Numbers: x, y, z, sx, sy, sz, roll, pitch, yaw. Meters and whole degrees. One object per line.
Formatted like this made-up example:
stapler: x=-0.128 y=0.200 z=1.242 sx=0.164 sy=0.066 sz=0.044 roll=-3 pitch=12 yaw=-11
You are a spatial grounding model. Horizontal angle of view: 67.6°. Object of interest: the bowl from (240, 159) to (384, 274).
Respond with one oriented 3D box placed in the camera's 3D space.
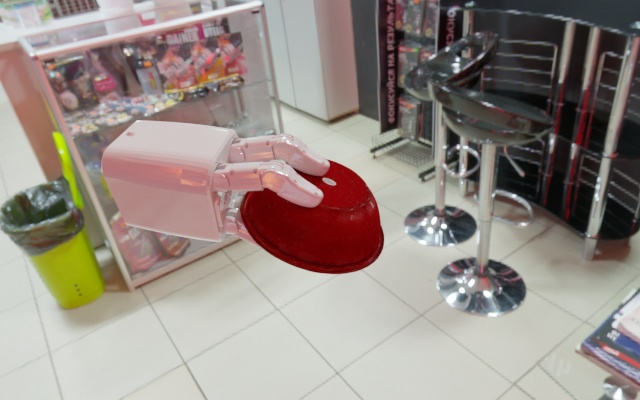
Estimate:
bowl: x=0.001 y=0.002 z=0.505 sx=0.162 sy=0.055 sz=0.162 roll=13 pitch=34 yaw=-9
